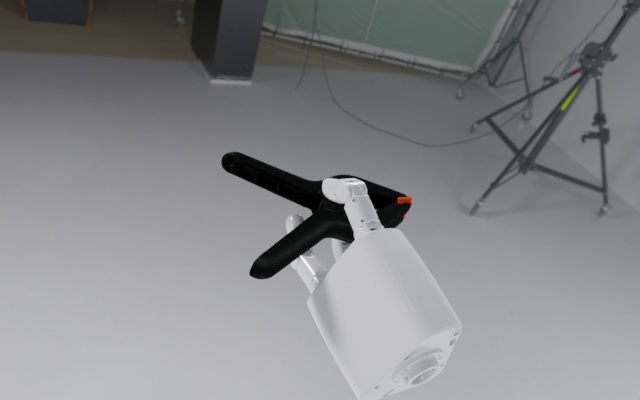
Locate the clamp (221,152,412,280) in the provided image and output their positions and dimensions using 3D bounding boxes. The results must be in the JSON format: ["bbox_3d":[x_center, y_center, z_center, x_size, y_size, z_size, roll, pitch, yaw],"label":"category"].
[{"bbox_3d":[0.001,0.001,0.510,0.210,0.036,0.164,-6,47,-29],"label":"clamp"}]
